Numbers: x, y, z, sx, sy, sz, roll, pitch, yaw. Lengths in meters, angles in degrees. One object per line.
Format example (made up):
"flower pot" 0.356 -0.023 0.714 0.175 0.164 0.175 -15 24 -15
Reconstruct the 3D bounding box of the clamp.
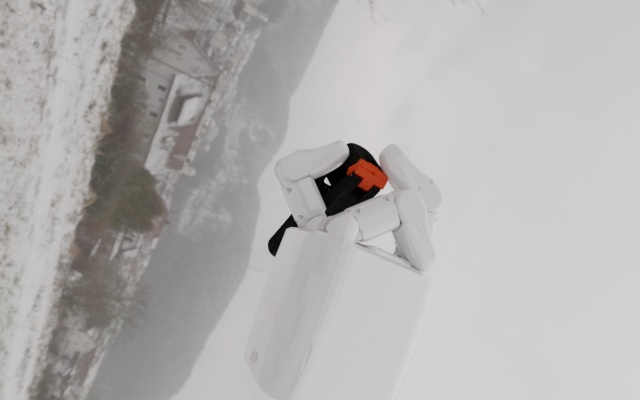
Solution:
"clamp" 0.001 0.002 0.429 0.039 0.120 0.171 22 -8 -16
